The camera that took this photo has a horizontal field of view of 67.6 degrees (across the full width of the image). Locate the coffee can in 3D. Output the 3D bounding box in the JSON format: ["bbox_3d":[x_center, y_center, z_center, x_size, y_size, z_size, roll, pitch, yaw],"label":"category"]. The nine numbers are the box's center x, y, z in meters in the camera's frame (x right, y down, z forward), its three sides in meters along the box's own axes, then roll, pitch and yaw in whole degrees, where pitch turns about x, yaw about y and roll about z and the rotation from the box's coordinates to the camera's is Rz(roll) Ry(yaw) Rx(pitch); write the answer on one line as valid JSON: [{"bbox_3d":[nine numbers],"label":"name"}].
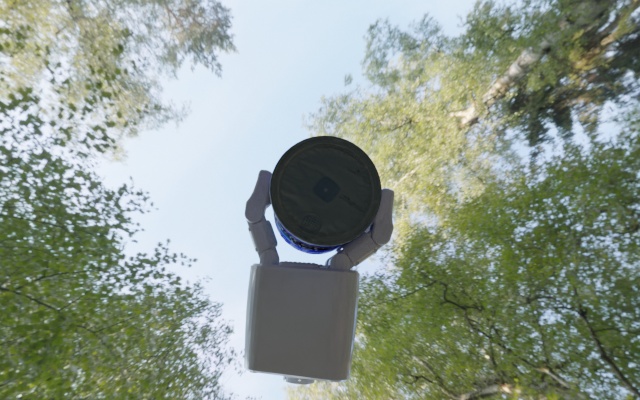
[{"bbox_3d":[0.000,0.001,0.501,0.103,0.103,0.140,0,-9,-4],"label":"coffee can"}]
